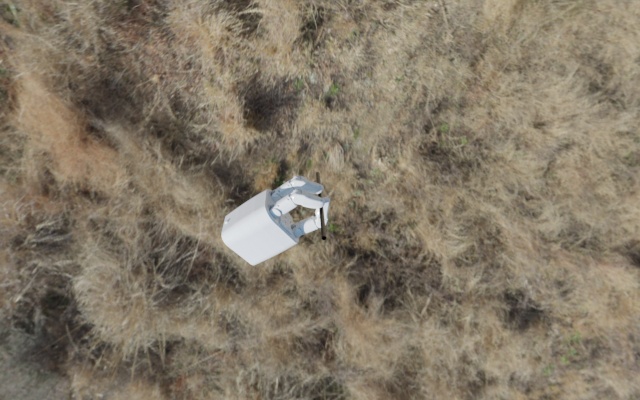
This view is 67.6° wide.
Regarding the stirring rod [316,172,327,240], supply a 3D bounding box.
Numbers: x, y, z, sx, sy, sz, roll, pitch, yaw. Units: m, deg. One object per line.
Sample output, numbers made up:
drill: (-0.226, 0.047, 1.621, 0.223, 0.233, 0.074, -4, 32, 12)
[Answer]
stirring rod: (0.000, 0.003, 0.878, 0.011, 0.011, 0.239, 0, 29, -3)
